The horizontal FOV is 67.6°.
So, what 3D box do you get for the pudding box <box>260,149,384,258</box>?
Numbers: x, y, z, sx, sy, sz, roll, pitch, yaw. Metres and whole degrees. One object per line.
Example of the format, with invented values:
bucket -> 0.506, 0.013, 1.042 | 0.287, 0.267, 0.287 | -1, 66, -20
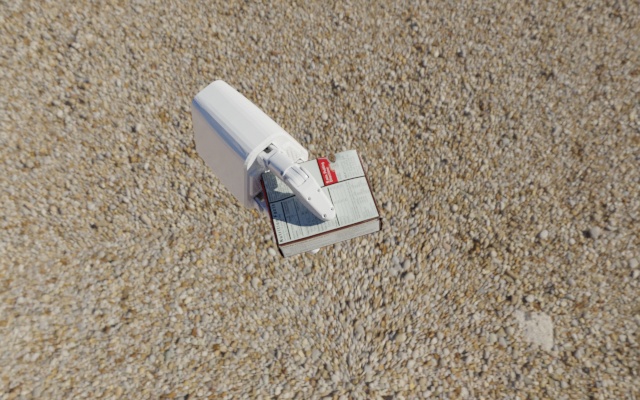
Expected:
pudding box -> 0.000, 0.002, 0.508 | 0.113, 0.090, 0.039 | -16, -25, 0
